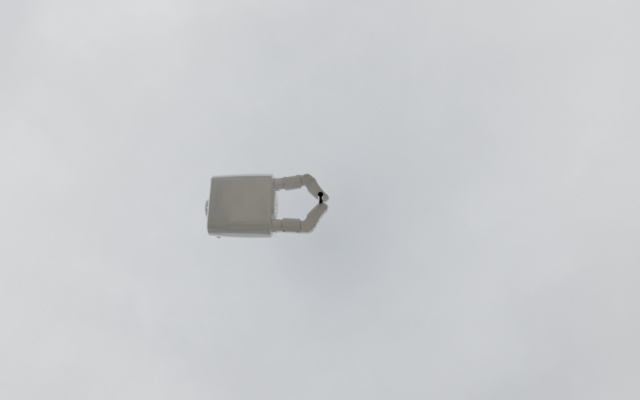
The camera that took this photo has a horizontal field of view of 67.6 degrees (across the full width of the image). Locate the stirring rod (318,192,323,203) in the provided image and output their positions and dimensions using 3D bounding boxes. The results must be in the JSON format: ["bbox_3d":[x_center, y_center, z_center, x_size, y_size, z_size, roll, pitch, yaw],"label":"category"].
[{"bbox_3d":[0.000,0.003,0.796,0.011,0.011,0.239,0,-5,0],"label":"stirring rod"}]
